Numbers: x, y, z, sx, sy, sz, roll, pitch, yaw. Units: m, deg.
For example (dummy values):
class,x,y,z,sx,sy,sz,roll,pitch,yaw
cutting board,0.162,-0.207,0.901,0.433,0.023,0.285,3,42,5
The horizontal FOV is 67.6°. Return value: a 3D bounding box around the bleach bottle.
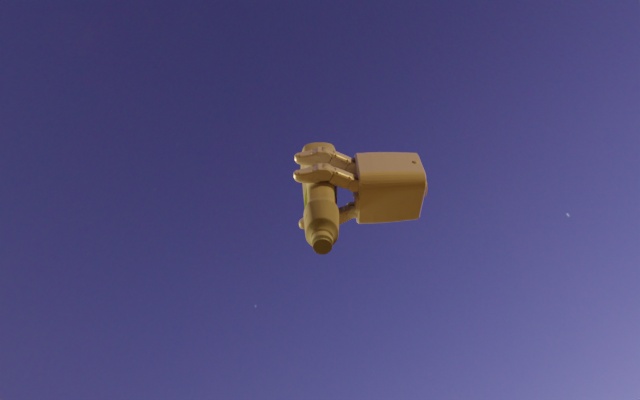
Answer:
class,x,y,z,sx,sy,sz,roll,pitch,yaw
bleach bottle,0.000,0.002,0.784,0.068,0.103,0.250,-2,34,0
